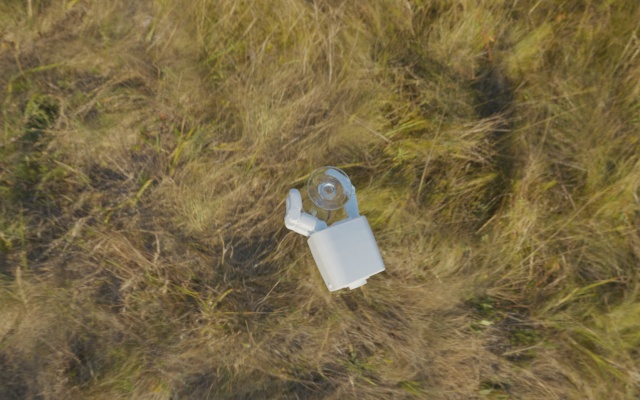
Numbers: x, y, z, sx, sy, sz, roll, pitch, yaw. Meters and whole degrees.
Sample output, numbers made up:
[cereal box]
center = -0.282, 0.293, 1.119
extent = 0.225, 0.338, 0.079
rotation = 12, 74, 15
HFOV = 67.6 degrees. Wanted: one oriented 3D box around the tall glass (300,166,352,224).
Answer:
[tall glass]
center = 0.000, 0.003, 0.873
extent = 0.079, 0.079, 0.201
rotation = 0, -13, -9
